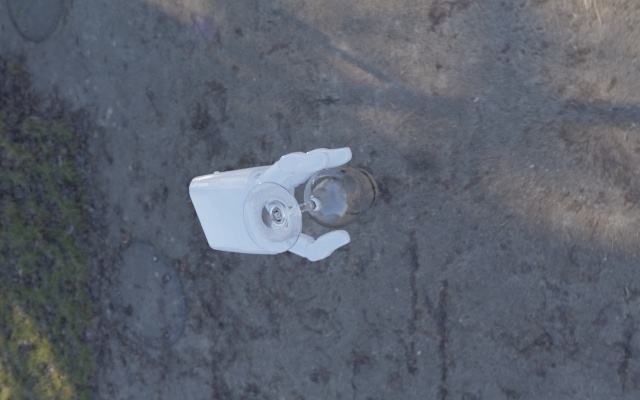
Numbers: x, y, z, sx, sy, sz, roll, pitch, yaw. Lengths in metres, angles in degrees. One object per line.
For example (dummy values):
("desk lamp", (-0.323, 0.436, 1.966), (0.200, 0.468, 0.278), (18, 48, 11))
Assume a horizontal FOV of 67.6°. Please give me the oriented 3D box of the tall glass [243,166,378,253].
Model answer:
("tall glass", (0.000, 0.002, 0.571), (0.079, 0.079, 0.201), (0, 9, 32))
